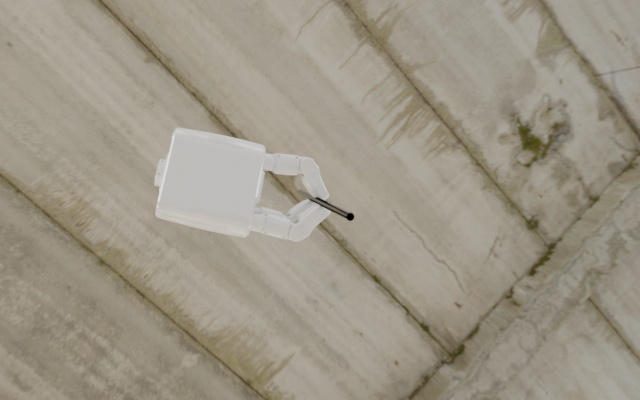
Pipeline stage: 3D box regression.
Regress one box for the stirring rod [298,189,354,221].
[{"bbox_3d":[0.000,0.002,0.577,0.011,0.011,0.239,0,7,-14],"label":"stirring rod"}]
